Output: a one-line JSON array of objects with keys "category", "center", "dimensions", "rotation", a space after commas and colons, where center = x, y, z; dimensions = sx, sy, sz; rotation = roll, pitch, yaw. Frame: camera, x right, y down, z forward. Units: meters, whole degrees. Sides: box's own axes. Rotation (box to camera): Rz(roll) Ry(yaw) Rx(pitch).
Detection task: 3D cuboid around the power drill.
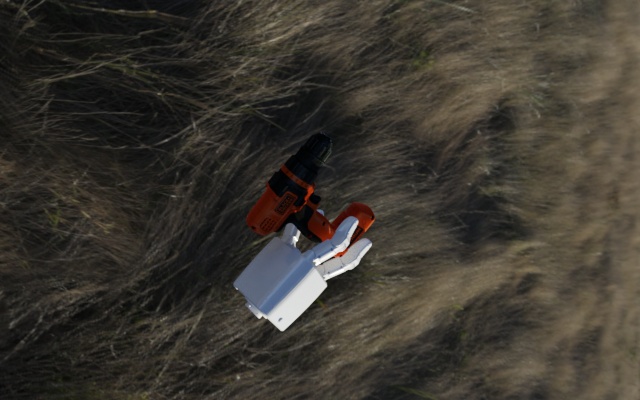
[{"category": "power drill", "center": [0.000, 0.003, 0.763], "dimensions": [0.188, 0.184, 0.057], "rotation": [33, 13, -35]}]
